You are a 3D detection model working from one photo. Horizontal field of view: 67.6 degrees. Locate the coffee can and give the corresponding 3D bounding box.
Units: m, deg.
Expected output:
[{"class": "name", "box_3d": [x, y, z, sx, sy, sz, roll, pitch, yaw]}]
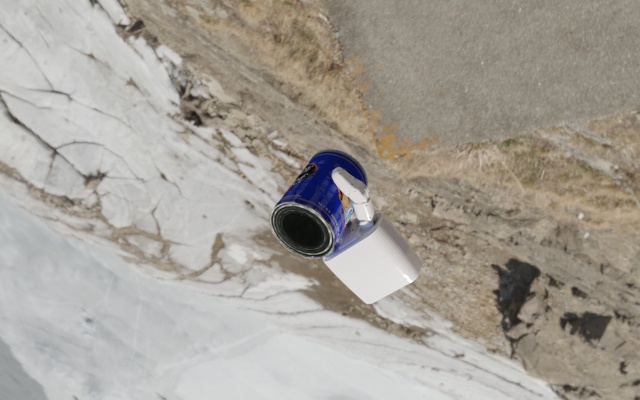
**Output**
[{"class": "coffee can", "box_3d": [0.000, 0.002, 0.716, 0.103, 0.103, 0.140, 0, 36, 29]}]
